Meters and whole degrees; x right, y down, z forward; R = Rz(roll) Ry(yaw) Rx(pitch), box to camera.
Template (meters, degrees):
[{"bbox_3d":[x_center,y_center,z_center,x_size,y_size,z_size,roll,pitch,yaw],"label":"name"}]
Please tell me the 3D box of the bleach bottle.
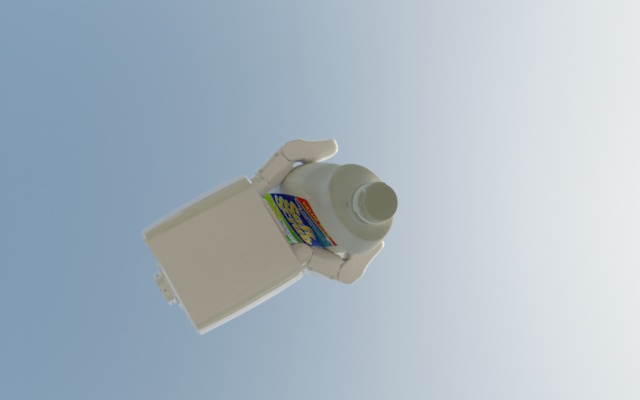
[{"bbox_3d":[0.000,0.002,0.465,0.068,0.102,0.251,-30,6,-18],"label":"bleach bottle"}]
